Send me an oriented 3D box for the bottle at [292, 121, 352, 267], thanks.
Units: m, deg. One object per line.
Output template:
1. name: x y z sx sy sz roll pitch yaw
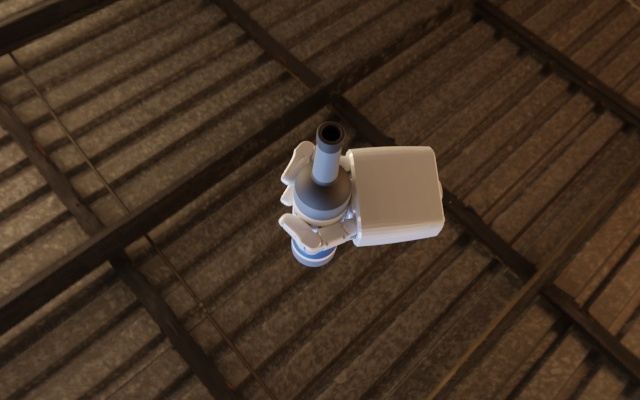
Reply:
1. bottle: 0.000 0.002 0.582 0.069 0.069 0.296 0 -27 -4
